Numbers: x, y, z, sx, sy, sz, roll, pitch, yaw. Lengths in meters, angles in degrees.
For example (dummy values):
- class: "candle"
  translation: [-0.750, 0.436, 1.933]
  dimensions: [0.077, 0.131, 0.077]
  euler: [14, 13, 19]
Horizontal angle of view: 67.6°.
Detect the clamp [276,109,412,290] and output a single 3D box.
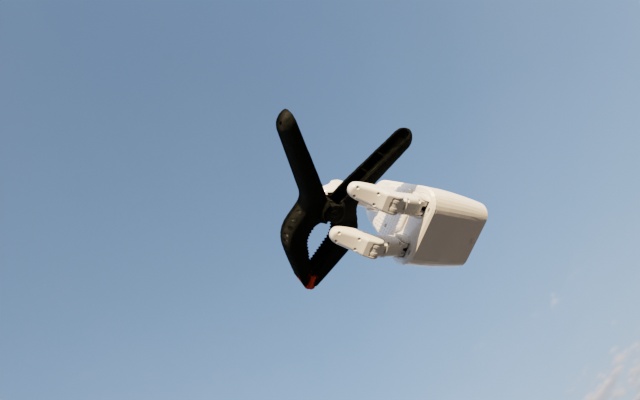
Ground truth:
- class: "clamp"
  translation: [0.000, 0.002, 0.524]
  dimensions: [0.164, 0.210, 0.036]
  euler: [11, 20, -33]
